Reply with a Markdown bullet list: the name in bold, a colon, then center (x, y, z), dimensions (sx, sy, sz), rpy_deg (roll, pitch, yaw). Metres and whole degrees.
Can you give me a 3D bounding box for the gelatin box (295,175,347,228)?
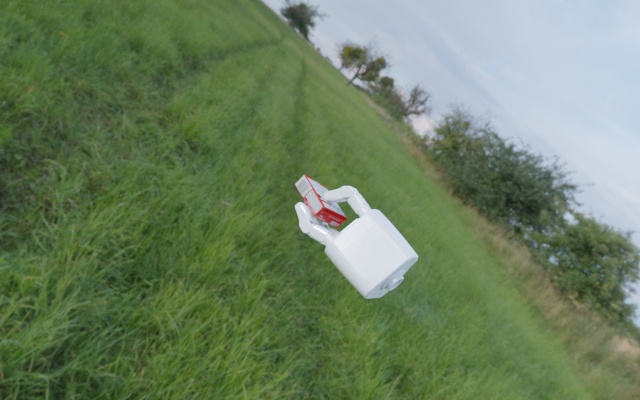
- **gelatin box**: center (0.000, 0.002, 0.864), dimensions (0.030, 0.089, 0.073), rpy_deg (-43, -38, 15)
